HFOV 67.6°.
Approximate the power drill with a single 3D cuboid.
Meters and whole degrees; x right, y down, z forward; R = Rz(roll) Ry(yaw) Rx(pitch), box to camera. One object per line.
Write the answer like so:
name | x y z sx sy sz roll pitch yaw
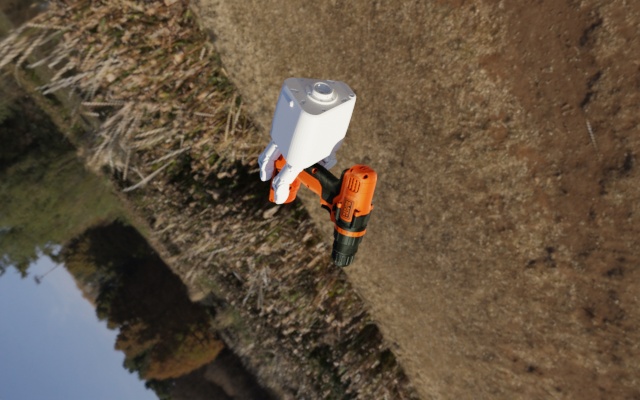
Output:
power drill | 0.000 0.002 0.813 0.187 0.184 0.057 27 28 28
